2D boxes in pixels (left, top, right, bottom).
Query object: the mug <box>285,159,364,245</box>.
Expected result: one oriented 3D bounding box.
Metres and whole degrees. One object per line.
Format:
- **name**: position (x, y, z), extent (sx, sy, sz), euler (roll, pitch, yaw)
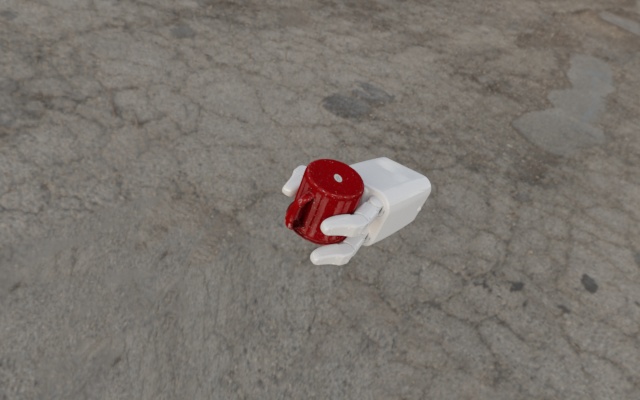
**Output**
- **mug**: position (-0.001, 0.002, 0.628), extent (0.117, 0.081, 0.093), euler (-21, 55, -40)
